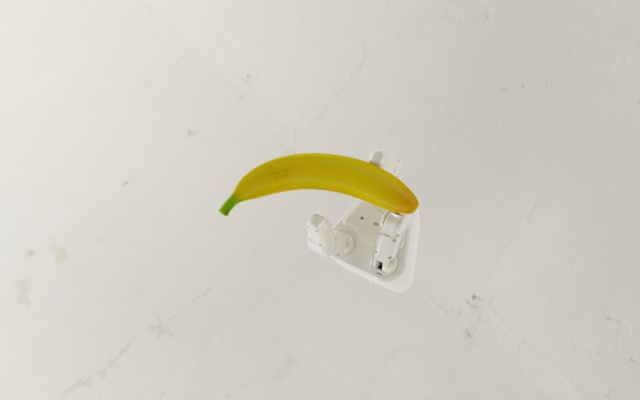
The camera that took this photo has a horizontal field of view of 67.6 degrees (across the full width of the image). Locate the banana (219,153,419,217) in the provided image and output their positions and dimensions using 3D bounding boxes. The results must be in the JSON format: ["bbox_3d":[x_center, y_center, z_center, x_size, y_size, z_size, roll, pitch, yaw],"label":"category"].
[{"bbox_3d":[-0.002,-0.016,0.474,0.198,0.069,0.037,-2,-20,17],"label":"banana"}]
